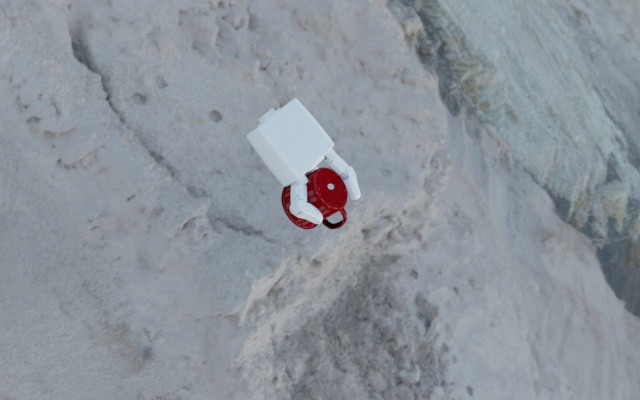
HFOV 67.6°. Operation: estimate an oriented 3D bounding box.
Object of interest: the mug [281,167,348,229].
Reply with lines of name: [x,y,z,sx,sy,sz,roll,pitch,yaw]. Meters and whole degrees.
mug: [0.001,0.004,0.834,0.081,0.117,0.093,-29,16,41]
